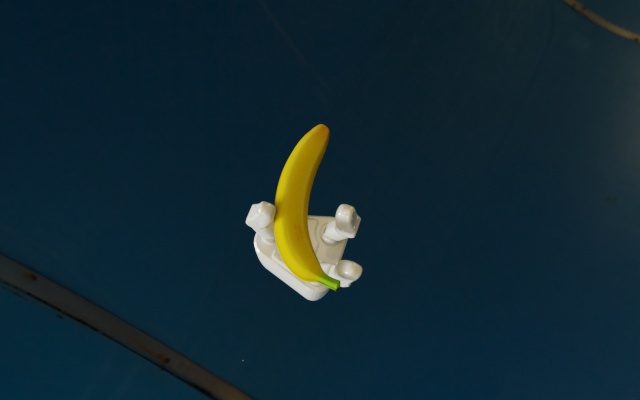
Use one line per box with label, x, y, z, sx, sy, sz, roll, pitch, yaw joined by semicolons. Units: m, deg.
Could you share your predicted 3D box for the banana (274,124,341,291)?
banana;-0.018;0.006;0.533;0.069;0.197;0.037;-4;-21;1
